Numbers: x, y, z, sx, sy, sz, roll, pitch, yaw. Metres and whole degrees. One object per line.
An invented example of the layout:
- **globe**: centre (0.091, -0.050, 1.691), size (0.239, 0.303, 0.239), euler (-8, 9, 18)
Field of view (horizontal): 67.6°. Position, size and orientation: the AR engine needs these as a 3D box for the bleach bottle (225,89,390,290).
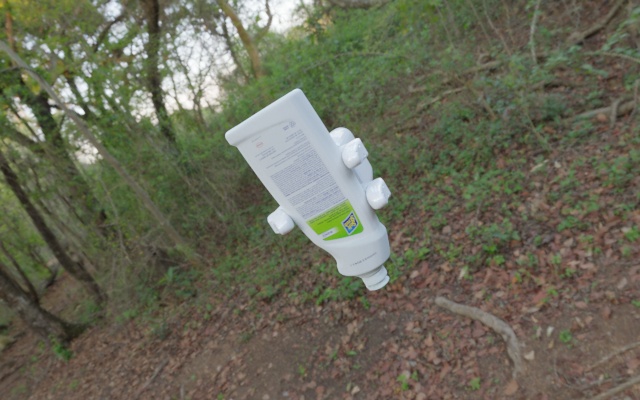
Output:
- **bleach bottle**: centre (0.000, 0.002, 0.563), size (0.102, 0.251, 0.068), euler (-27, 13, 20)
